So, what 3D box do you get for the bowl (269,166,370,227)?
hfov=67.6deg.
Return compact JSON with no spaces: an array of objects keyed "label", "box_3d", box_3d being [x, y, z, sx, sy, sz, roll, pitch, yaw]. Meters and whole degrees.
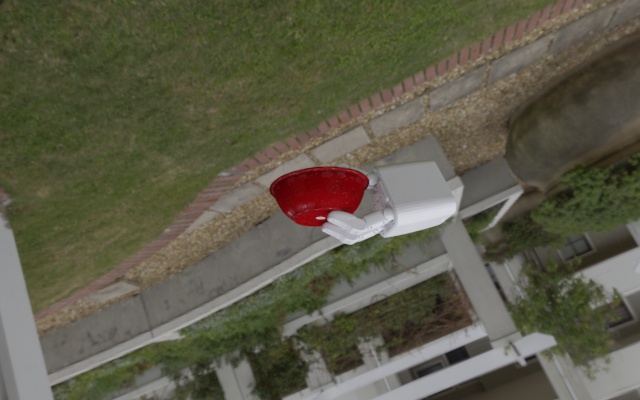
[{"label":"bowl","box_3d":[-0.001,0.003,0.759,0.162,0.055,0.162,-4,-20,-1]}]
